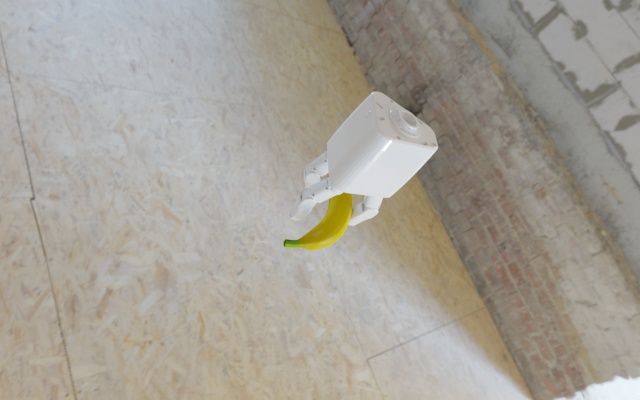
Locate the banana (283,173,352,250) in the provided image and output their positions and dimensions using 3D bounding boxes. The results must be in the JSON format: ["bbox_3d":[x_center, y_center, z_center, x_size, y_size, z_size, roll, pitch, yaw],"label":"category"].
[{"bbox_3d":[0.015,0.014,0.725,0.069,0.037,0.197,32,42,-1],"label":"banana"}]
